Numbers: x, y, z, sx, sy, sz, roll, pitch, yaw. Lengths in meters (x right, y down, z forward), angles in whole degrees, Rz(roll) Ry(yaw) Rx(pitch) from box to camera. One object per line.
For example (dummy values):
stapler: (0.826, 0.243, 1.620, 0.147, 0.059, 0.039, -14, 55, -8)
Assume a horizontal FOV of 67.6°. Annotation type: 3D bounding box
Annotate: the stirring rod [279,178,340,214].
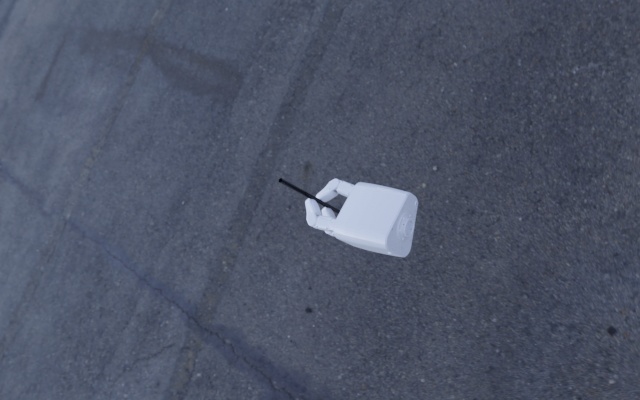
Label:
stirring rod: (0.000, 0.003, 0.896, 0.011, 0.011, 0.239, 0, -18, 36)
